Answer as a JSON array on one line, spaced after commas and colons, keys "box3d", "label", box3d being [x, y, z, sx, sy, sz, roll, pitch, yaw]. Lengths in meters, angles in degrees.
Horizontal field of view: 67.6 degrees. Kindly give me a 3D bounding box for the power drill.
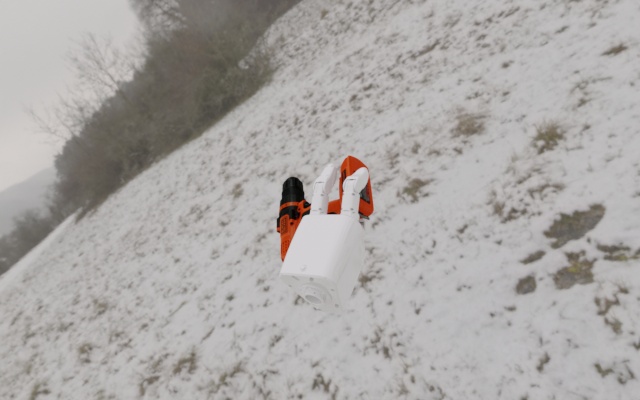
[{"box3d": [0.000, 0.003, 0.814, 0.057, 0.184, 0.188, 27, -46, -36], "label": "power drill"}]
